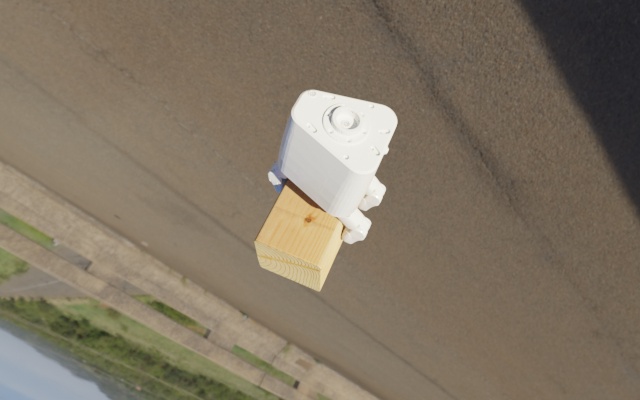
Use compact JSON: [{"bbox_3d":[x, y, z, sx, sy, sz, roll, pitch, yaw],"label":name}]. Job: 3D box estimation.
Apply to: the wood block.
[{"bbox_3d":[0.000,0.002,0.647,0.091,0.206,0.090,21,-27,11],"label":"wood block"}]
